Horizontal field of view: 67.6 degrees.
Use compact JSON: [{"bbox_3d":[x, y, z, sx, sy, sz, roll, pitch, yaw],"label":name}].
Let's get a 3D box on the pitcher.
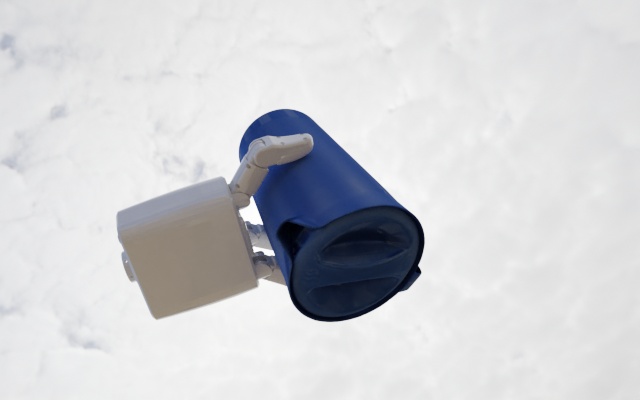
[{"bbox_3d":[0.000,0.002,0.511,0.145,0.149,0.242,-19,40,-12],"label":"pitcher"}]
